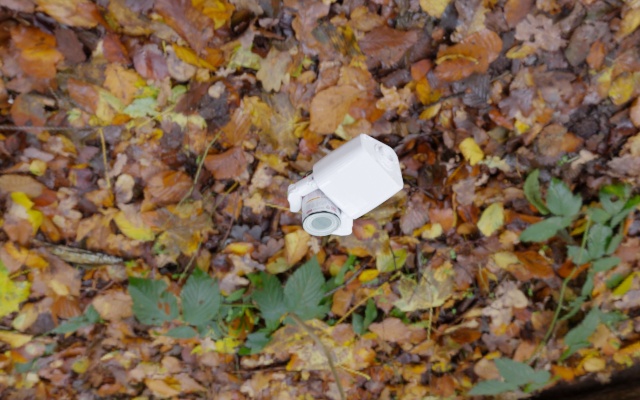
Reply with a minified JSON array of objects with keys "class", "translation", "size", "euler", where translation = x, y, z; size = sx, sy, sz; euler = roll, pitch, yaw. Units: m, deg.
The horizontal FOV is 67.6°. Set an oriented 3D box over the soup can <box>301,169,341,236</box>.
[{"class":"soup can","translation":[0.000,0.003,0.845],"size":[0.068,0.102,0.069],"euler":[-2,-40,-2]}]
